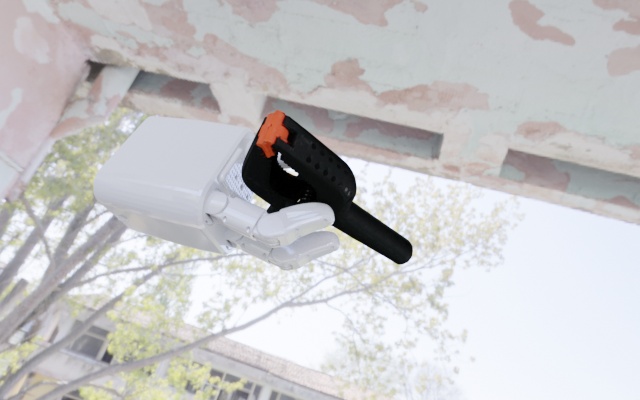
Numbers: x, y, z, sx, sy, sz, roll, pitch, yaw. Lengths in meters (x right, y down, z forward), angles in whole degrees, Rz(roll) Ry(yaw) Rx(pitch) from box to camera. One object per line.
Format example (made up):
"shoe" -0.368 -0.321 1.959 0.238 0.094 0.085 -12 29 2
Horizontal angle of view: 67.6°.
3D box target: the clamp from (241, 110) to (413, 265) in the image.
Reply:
"clamp" 0.000 0.000 0.410 0.164 0.036 0.210 10 -26 13
